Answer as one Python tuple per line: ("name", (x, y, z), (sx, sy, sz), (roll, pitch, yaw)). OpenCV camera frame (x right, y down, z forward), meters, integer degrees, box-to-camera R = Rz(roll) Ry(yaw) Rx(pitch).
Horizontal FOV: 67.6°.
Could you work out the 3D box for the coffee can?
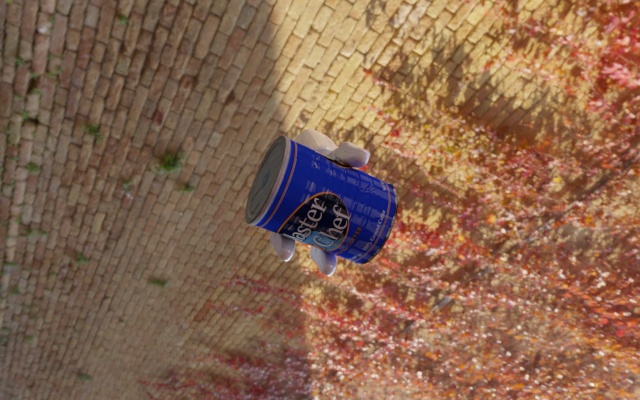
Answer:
("coffee can", (0.000, 0.002, 0.535), (0.140, 0.103, 0.103), (22, -8, -19))
